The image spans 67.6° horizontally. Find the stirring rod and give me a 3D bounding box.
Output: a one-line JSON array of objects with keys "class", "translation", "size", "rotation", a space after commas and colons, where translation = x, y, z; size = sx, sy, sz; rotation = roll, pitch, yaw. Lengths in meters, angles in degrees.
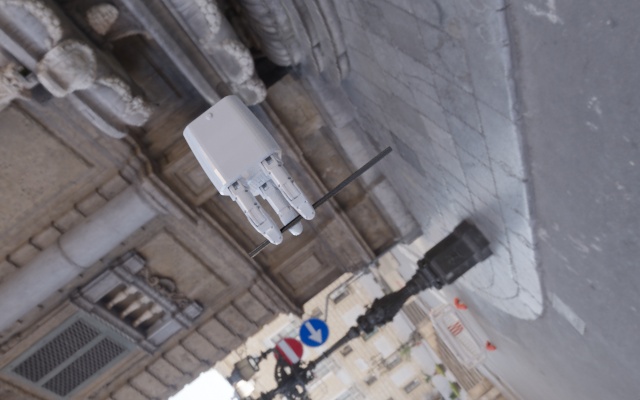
[{"class": "stirring rod", "translation": [0.000, 0.002, 0.648], "size": [0.239, 0.011, 0.011], "rotation": [-37, 0, 0]}]
